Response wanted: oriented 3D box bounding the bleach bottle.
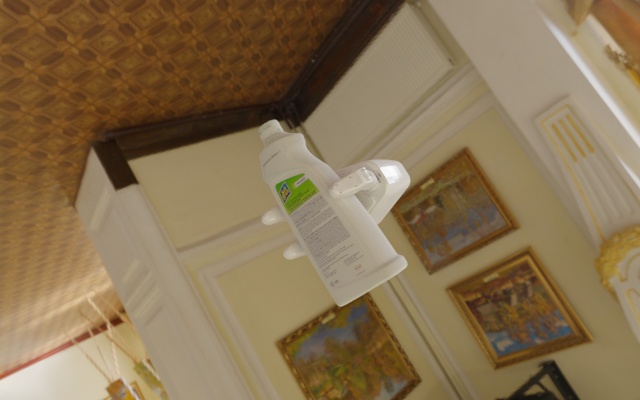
[{"bbox_3d":[0.000,0.002,0.609,0.102,0.251,0.068,-36,-11,26],"label":"bleach bottle"}]
